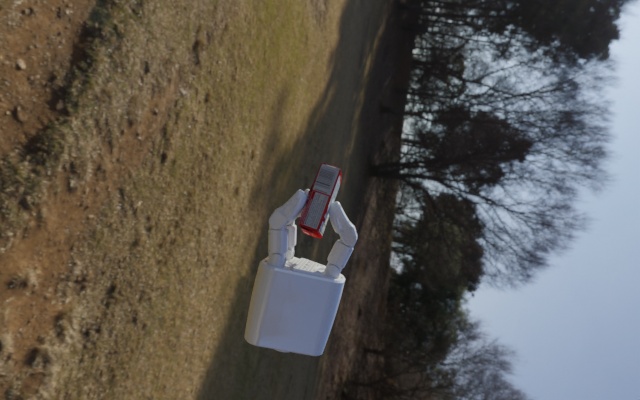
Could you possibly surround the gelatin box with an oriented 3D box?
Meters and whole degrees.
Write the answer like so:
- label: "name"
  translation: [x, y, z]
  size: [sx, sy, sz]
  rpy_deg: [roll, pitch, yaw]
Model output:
- label: "gelatin box"
  translation: [0.001, 0.002, 0.631]
  size: [0.030, 0.089, 0.073]
  rpy_deg: [19, -8, 7]
